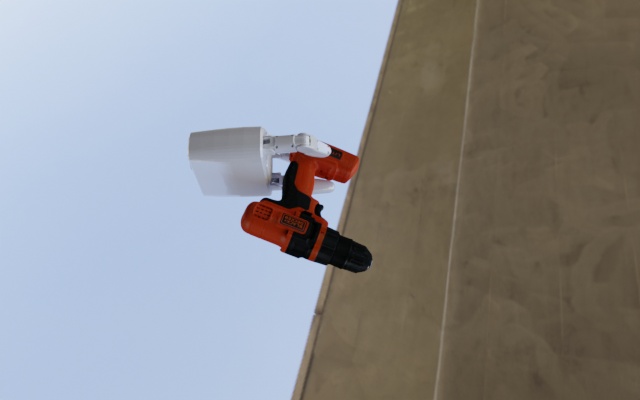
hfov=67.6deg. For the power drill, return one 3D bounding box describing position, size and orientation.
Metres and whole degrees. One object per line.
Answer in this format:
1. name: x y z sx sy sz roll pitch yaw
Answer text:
1. power drill: 0.000 0.002 0.681 0.184 0.187 0.057 22 -41 -4
